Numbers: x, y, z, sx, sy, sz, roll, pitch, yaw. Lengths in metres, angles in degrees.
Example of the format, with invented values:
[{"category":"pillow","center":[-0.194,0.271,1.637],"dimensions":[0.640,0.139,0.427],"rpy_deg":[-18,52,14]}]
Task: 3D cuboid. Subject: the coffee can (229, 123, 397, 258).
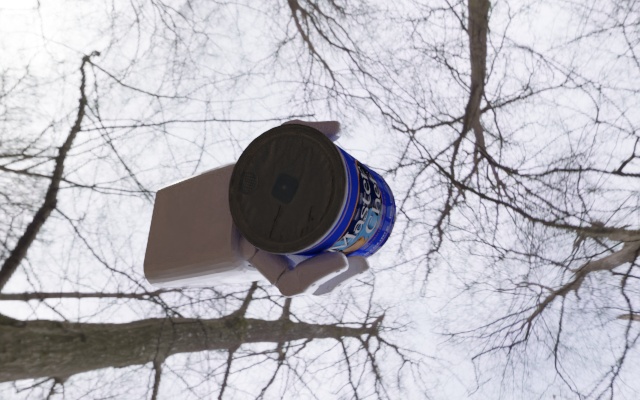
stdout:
[{"category":"coffee can","center":[0.000,0.001,0.428],"dimensions":[0.103,0.103,0.140],"rpy_deg":[0,-10,25]}]
